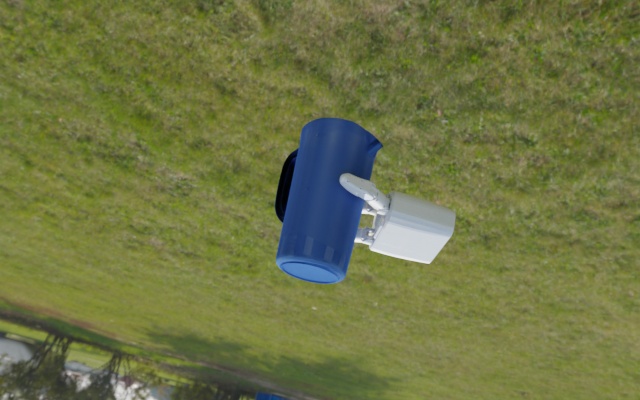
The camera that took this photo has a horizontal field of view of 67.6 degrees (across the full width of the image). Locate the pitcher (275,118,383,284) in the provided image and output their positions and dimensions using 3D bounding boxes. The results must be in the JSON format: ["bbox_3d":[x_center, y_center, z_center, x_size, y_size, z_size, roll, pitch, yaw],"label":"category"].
[{"bbox_3d":[0.000,0.003,0.763,0.145,0.242,0.149,17,-25,-6],"label":"pitcher"}]
